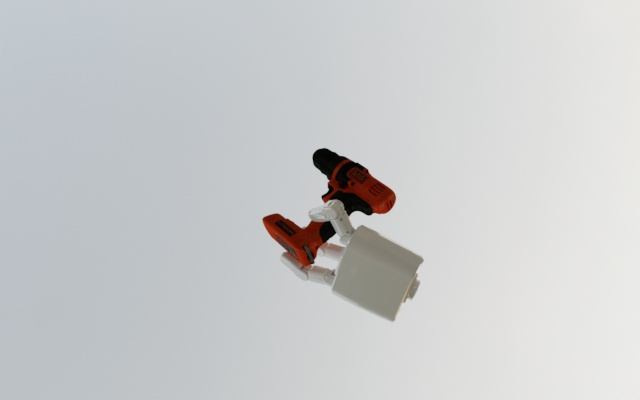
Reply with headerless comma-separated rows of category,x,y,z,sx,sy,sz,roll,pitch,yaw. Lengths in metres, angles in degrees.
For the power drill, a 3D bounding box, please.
power drill,0.000,0.003,0.777,0.187,0.057,0.184,-40,50,-16
